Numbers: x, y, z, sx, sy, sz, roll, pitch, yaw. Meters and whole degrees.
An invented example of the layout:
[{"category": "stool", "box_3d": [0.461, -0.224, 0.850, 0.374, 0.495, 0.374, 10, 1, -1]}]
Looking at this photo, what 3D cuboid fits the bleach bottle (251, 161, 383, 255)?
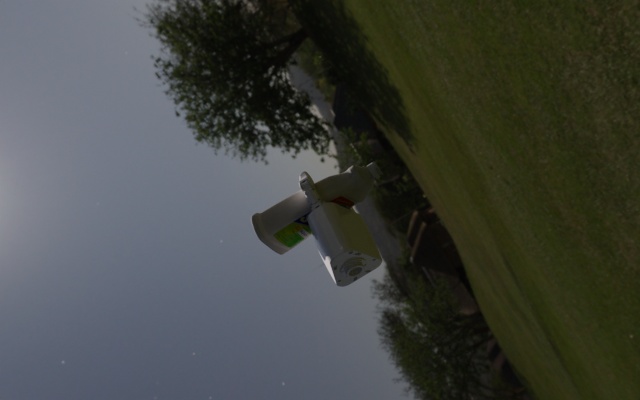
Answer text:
[{"category": "bleach bottle", "box_3d": [0.000, 0.003, 0.894, 0.251, 0.068, 0.103, -33, -39, 9]}]
